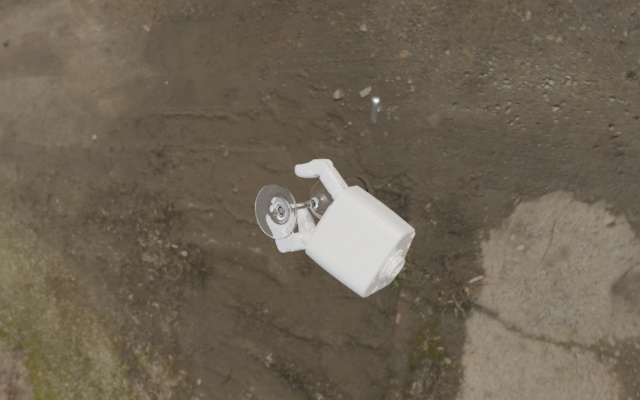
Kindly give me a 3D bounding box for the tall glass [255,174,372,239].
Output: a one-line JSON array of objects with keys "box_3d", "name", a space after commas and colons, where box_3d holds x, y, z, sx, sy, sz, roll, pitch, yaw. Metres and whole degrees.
[{"box_3d": [0.000, 0.002, 0.707, 0.079, 0.079, 0.201, 0, 8, 37], "name": "tall glass"}]
